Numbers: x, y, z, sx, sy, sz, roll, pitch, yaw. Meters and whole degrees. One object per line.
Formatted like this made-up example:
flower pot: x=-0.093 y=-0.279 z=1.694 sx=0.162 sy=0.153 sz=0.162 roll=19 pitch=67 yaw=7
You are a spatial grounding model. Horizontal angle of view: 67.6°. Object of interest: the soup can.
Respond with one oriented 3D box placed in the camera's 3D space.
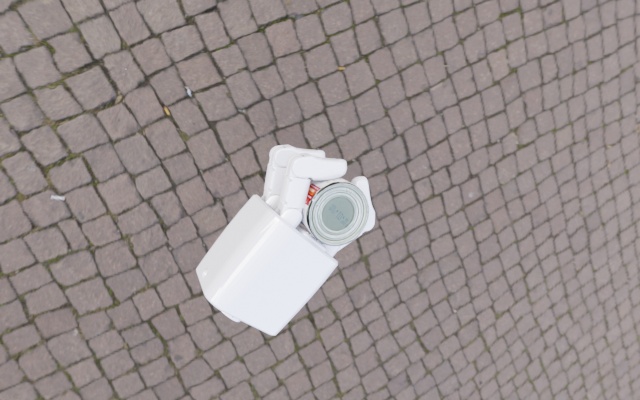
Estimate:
soup can: x=0.001 y=0.001 z=0.512 sx=0.068 sy=0.068 sz=0.102 roll=0 pitch=14 yaw=-22
